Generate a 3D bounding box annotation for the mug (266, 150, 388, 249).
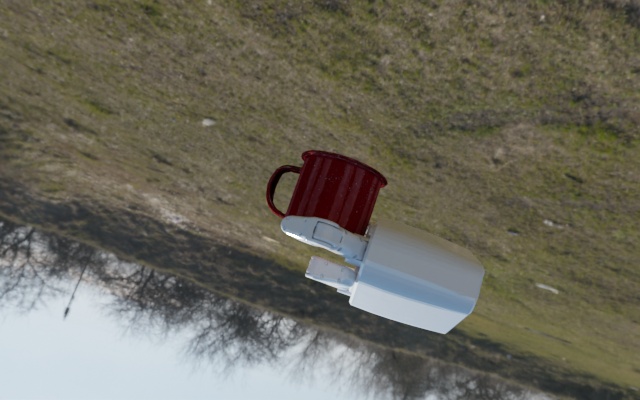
[{"bbox_3d":[-0.001,0.001,0.485,0.117,0.081,0.093,18,-11,8],"label":"mug"}]
